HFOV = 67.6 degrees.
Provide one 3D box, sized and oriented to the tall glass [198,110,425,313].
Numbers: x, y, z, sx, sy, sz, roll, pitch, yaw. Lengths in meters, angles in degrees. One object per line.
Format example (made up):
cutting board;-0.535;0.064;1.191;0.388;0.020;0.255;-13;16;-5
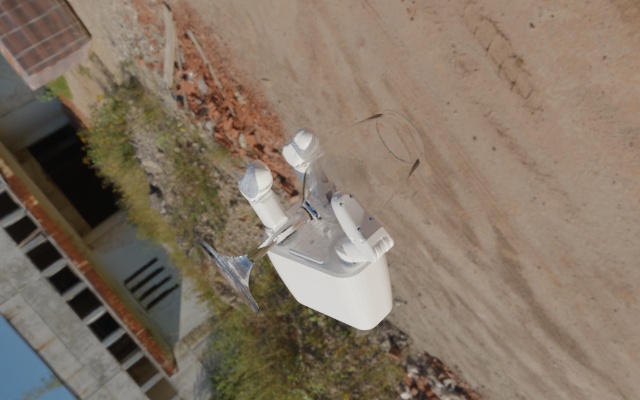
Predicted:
tall glass;0.000;0.002;0.408;0.201;0.079;0.079;-39;15;-19
